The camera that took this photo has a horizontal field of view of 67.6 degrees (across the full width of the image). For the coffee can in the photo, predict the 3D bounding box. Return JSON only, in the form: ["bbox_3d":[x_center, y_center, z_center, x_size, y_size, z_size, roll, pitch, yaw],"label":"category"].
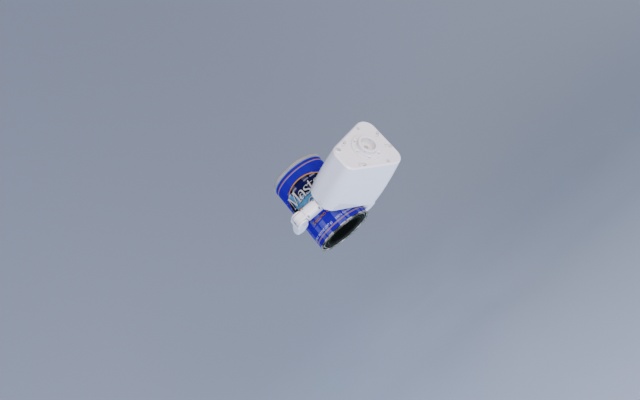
[{"bbox_3d":[0.000,0.003,0.837,0.103,0.140,0.103,-36,-17,-13],"label":"coffee can"}]
